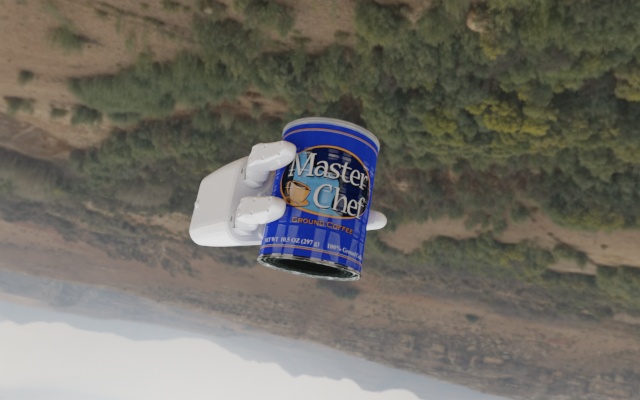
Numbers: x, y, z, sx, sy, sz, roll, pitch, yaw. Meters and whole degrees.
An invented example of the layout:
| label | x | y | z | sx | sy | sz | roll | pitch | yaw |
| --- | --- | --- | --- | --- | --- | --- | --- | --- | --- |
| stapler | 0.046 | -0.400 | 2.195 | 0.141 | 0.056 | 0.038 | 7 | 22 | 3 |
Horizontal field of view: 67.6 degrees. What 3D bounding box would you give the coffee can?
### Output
| label | x | y | z | sx | sy | sz | roll | pitch | yaw |
| --- | --- | --- | --- | --- | --- | --- | --- | --- | --- |
| coffee can | 0.000 | 0.001 | 0.483 | 0.103 | 0.140 | 0.103 | 9 | -17 | 3 |
